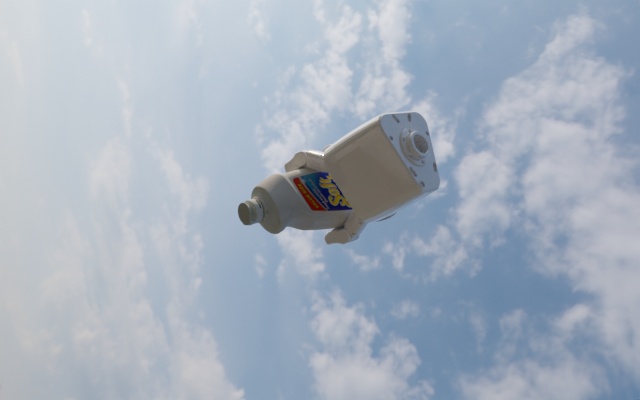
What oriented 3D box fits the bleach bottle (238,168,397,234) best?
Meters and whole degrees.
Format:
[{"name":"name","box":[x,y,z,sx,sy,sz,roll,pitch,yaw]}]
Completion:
[{"name":"bleach bottle","box":[0.000,0.002,0.667,0.251,0.102,0.068,-14,-11,-42]}]
